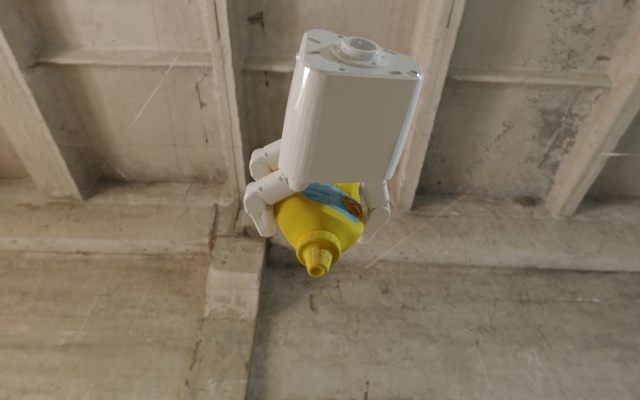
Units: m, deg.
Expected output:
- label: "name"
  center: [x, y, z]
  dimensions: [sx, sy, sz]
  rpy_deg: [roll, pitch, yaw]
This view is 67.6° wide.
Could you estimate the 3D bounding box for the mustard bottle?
- label: "mustard bottle"
  center: [0.000, 0.002, 0.495]
  dimensions: [0.096, 0.191, 0.058]
  rpy_deg: [29, -56, -21]
